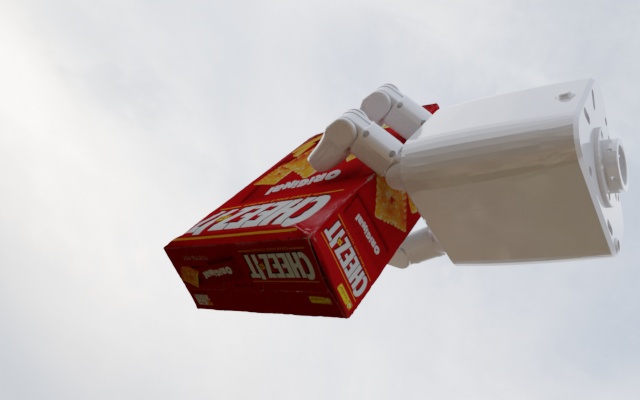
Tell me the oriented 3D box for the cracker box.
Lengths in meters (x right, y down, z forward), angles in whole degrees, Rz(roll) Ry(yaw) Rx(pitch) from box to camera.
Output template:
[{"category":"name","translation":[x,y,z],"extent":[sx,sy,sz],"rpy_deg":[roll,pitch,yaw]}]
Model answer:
[{"category":"cracker box","translation":[0.000,0.001,0.407],"extent":[0.164,0.072,0.213],"rpy_deg":[-9,24,41]}]
